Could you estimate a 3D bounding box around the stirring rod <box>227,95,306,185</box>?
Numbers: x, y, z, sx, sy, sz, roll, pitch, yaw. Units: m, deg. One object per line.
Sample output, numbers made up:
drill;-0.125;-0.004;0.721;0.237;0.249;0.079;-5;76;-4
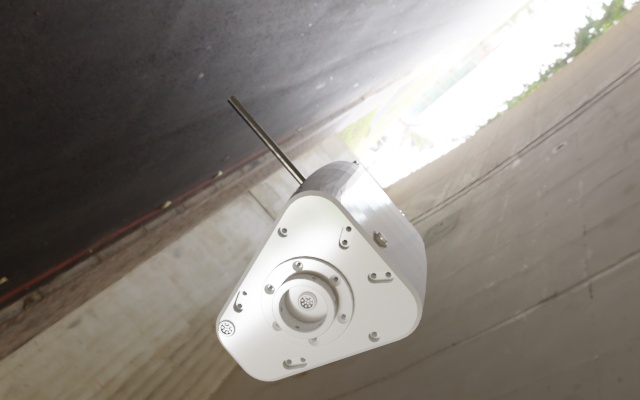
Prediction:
stirring rod;0.000;0.001;0.421;0.011;0.239;0.011;-41;1;1
